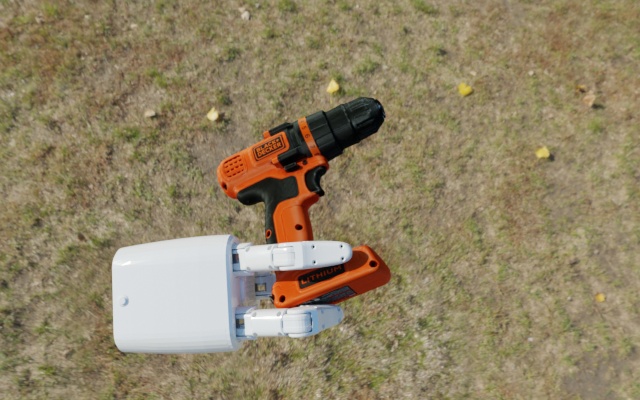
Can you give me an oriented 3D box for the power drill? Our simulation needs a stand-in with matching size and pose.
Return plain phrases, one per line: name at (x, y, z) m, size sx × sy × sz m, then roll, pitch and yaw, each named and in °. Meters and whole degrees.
power drill at (0.000, 0.002, 0.459) m, size 0.184 × 0.187 × 0.057 m, roll -25°, pitch -30°, yaw 10°
